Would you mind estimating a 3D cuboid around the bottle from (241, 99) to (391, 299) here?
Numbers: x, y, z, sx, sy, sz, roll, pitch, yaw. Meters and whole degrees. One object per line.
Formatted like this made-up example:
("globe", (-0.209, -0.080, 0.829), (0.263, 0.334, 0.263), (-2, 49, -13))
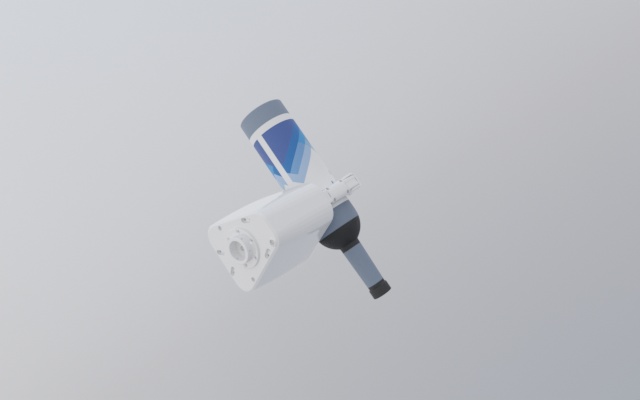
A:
("bottle", (0.000, 0.002, 0.643), (0.069, 0.295, 0.069), (-34, -5, -4))
